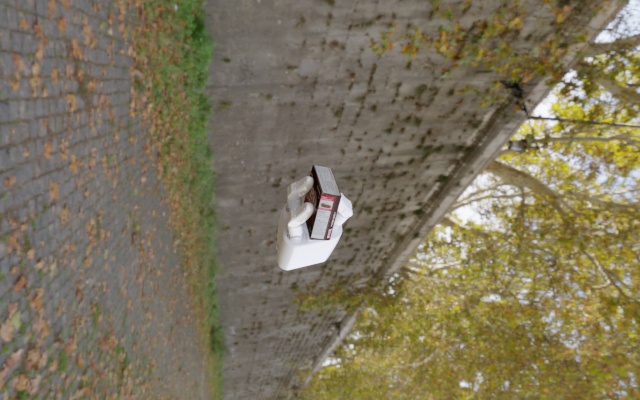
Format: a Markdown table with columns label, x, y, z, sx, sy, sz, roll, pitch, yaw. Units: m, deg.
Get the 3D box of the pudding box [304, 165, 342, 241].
| label | x | y | z | sx | sy | sz | roll | pitch | yaw |
| --- | --- | --- | --- | --- | --- | --- | --- | --- | --- |
| pudding box | 0.000 | 0.003 | 0.815 | 0.039 | 0.090 | 0.113 | 6 | 27 | -15 |
